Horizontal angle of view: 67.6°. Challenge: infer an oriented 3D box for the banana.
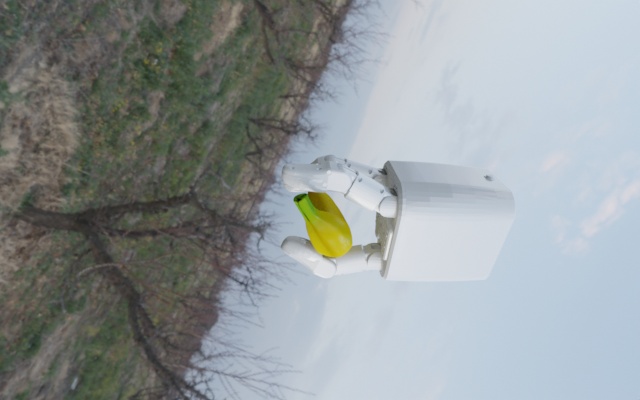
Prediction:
[{"bbox_3d":[0.006,0.019,0.473,0.037,0.069,0.198,-19,2,1],"label":"banana"}]
